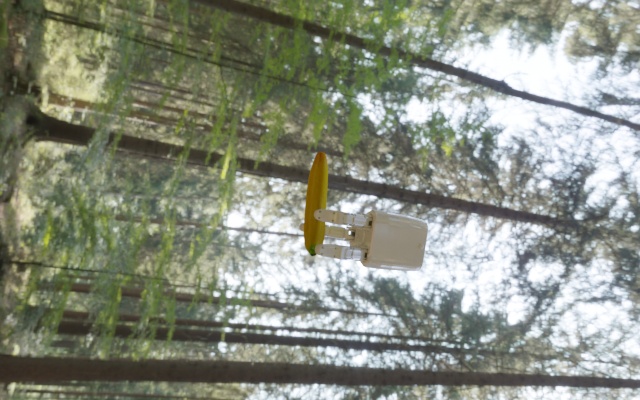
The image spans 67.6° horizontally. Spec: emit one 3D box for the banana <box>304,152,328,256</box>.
[{"bbox_3d":[-0.005,0.013,0.831,0.037,0.197,0.070,9,-27,-14],"label":"banana"}]
